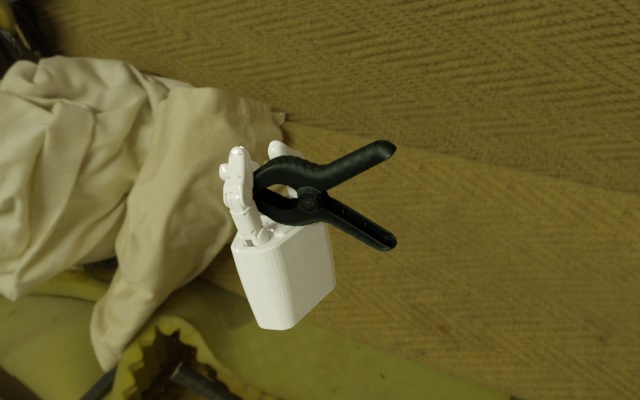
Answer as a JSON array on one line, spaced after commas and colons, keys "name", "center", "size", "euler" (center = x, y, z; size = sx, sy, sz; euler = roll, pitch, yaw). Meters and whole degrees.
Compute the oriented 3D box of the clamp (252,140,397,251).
[{"name": "clamp", "center": [0.000, 0.002, 0.483], "size": [0.171, 0.120, 0.039], "euler": [-2, 25, 23]}]
